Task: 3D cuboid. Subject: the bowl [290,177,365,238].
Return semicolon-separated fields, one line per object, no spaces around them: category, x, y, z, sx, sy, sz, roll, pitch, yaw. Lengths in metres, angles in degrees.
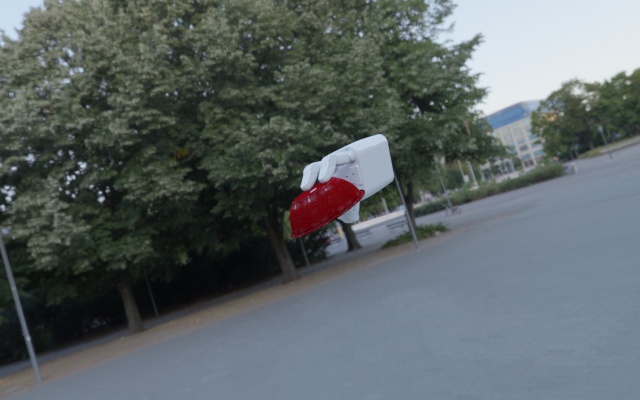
bowl;-0.001;0.003;0.880;0.162;0.055;0.162;-31;9;6
